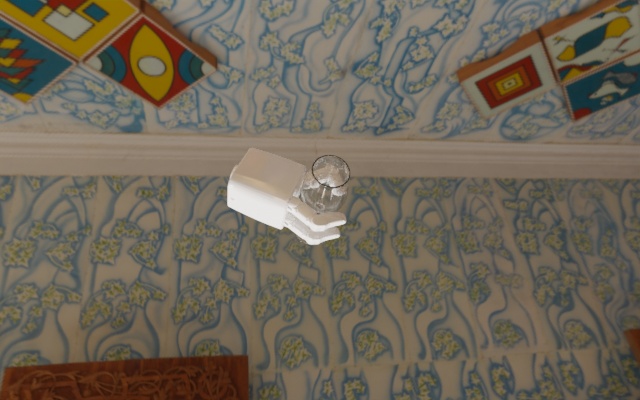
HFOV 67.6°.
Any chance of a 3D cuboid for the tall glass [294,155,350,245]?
[{"bbox_3d":[0.000,0.003,0.830,0.079,0.079,0.201,0,-29,-11],"label":"tall glass"}]
